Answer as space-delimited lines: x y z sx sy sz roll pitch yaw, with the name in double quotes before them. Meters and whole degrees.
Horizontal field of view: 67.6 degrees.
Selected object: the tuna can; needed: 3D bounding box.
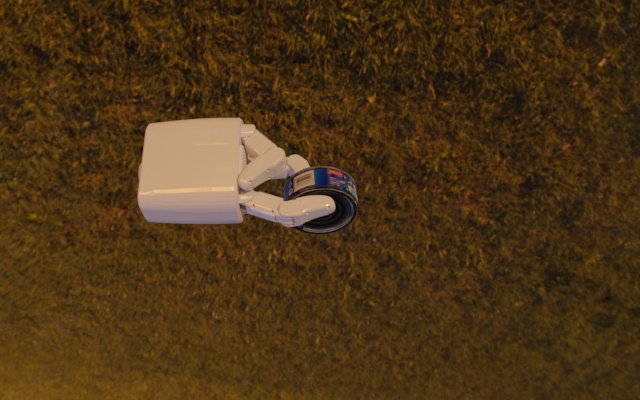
"tuna can" 0.000 0.002 0.546 0.086 0.033 0.086 -3 -41 -2
